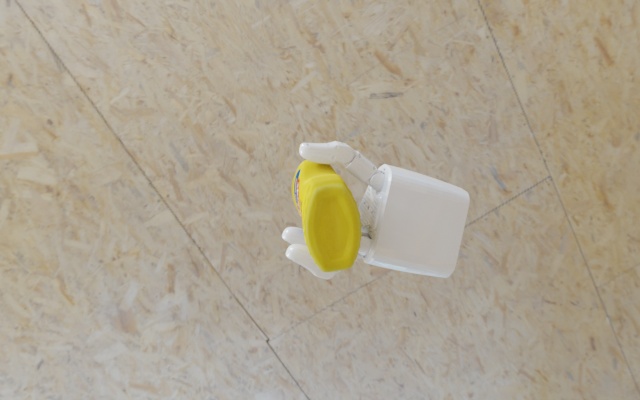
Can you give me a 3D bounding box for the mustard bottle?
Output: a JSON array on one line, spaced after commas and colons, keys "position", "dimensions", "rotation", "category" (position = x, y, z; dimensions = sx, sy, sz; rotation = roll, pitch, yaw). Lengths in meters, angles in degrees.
[{"position": [0.000, 0.002, 0.556], "dimensions": [0.058, 0.096, 0.191], "rotation": [-10, 18, -5], "category": "mustard bottle"}]
